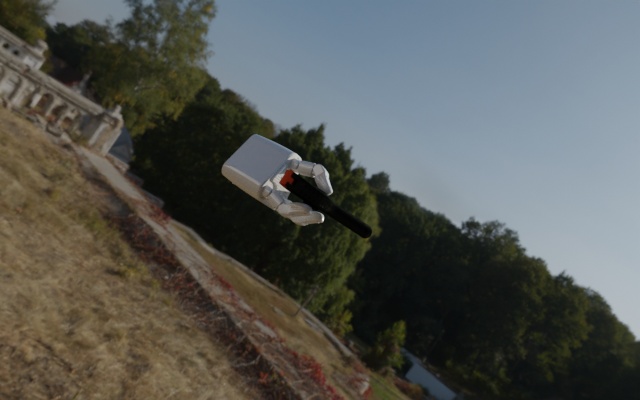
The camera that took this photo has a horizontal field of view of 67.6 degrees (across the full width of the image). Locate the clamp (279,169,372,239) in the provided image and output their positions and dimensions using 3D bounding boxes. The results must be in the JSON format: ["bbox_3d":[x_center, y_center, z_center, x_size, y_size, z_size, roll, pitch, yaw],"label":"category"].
[{"bbox_3d":[0.000,0.002,0.833,0.164,0.036,0.210,29,-5,28],"label":"clamp"}]
